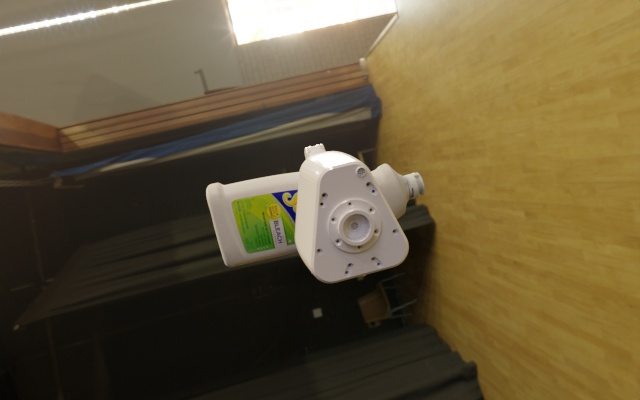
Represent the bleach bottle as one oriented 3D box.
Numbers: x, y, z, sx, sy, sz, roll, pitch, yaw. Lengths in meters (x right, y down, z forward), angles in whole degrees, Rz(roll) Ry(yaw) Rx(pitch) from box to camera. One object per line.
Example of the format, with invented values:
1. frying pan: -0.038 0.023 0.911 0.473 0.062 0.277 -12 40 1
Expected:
1. bleach bottle: 0.000 0.002 0.572 0.251 0.102 0.068 -14 11 -7
